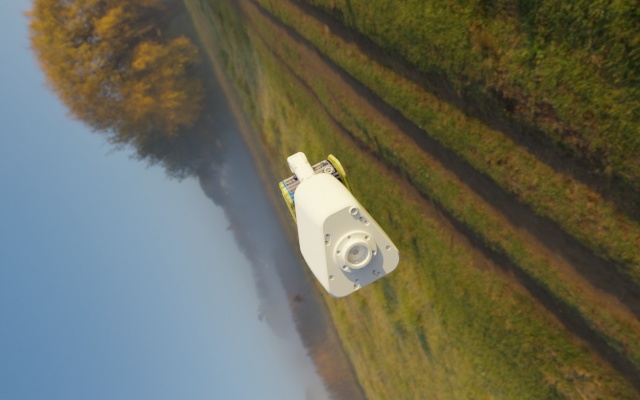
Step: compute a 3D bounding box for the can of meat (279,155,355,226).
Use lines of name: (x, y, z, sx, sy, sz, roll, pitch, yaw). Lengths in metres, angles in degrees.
can of meat: (0.000, 0.002, 0.658, 0.084, 0.102, 0.057, -27, 28, -6)
